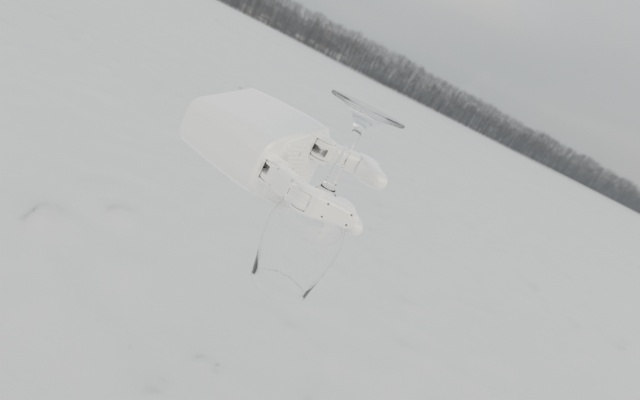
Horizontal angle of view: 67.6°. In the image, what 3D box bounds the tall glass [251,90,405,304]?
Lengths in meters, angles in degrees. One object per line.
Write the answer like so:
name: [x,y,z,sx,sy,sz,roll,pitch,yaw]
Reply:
tall glass: [0.000,0.001,0.460,0.079,0.201,0.079,25,16,-8]
